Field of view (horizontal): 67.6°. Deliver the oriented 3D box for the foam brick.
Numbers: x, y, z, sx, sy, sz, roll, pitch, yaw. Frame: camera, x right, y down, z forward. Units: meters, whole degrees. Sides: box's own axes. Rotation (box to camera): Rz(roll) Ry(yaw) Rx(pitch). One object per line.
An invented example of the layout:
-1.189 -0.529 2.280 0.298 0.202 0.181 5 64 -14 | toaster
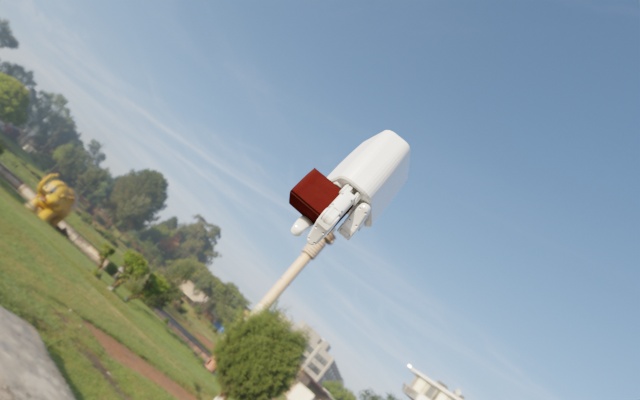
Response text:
0.000 0.002 0.685 0.078 0.051 0.053 40 -19 6 | foam brick
